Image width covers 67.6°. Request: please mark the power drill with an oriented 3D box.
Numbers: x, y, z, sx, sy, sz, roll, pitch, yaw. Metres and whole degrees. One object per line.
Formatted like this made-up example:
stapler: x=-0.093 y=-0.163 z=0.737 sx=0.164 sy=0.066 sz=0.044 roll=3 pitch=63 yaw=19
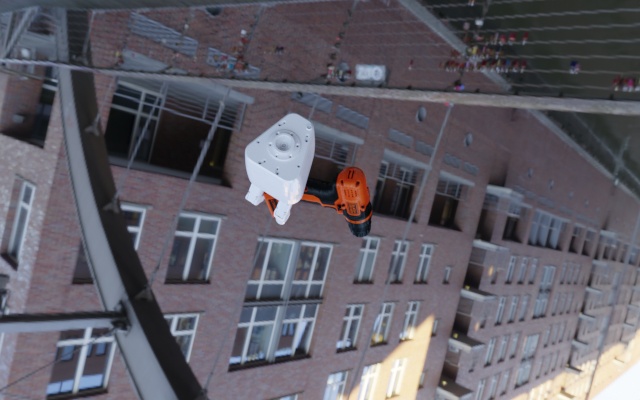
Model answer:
power drill: x=0.000 y=0.003 z=0.867 sx=0.187 sy=0.057 sz=0.185 roll=4 pitch=-36 yaw=14
